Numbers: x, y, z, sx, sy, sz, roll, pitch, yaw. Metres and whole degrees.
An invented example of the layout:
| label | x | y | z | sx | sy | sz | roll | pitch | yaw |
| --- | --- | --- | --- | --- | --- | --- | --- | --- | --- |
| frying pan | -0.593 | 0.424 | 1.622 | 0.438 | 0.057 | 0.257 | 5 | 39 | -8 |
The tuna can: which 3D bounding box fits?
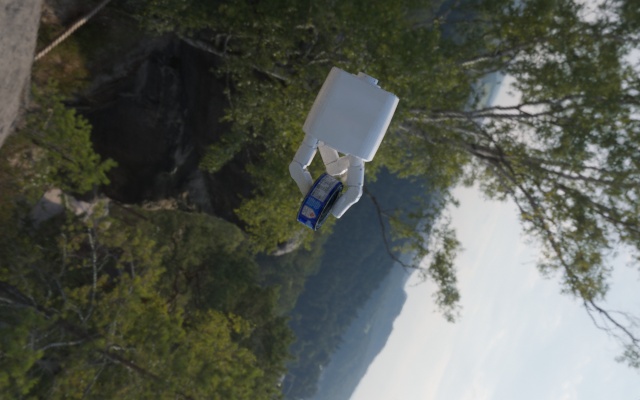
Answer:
| label | x | y | z | sx | sy | sz | roll | pitch | yaw |
| --- | --- | --- | --- | --- | --- | --- | --- | --- | --- |
| tuna can | 0.001 | 0.003 | 0.729 | 0.034 | 0.086 | 0.086 | 31 | 6 | 10 |
